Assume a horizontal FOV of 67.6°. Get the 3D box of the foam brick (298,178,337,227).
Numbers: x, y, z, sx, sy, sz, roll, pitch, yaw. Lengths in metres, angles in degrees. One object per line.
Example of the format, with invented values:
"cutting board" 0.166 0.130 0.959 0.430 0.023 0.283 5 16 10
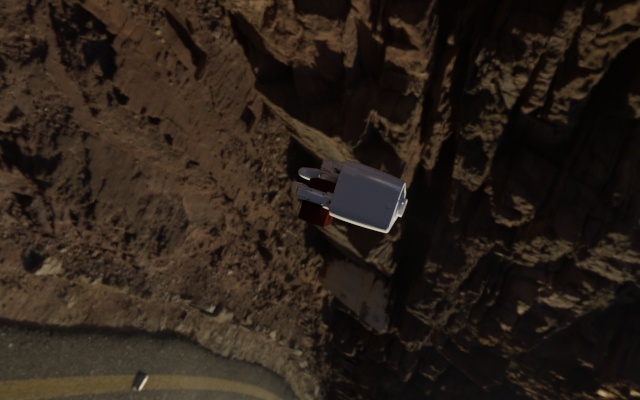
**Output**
"foam brick" 0.000 0.003 0.855 0.051 0.078 0.053 20 9 14
